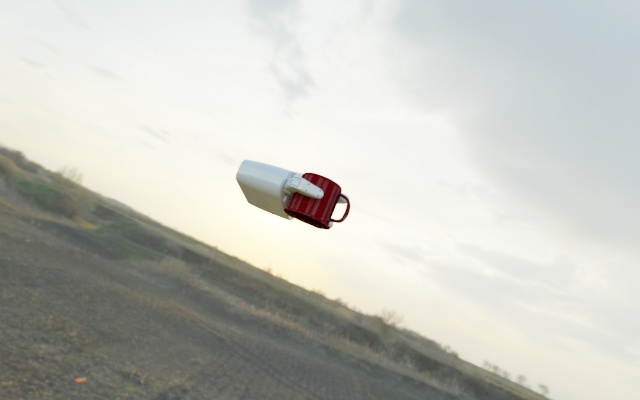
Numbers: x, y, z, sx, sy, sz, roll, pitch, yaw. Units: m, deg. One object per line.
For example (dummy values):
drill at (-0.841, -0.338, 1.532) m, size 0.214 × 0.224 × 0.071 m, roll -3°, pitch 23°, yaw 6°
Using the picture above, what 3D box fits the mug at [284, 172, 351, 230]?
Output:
mug at (0.001, 0.003, 0.883) m, size 0.117 × 0.081 × 0.093 m, roll 18°, pitch -12°, yaw 22°
